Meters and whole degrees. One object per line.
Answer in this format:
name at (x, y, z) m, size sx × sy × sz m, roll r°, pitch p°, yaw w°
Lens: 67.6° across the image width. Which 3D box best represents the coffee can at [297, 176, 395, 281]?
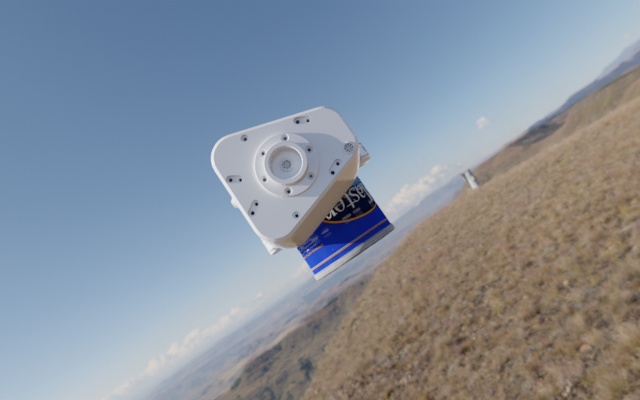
coffee can at (0.000, 0.002, 0.528) m, size 0.103 × 0.140 × 0.103 m, roll -34°, pitch -6°, yaw -4°
